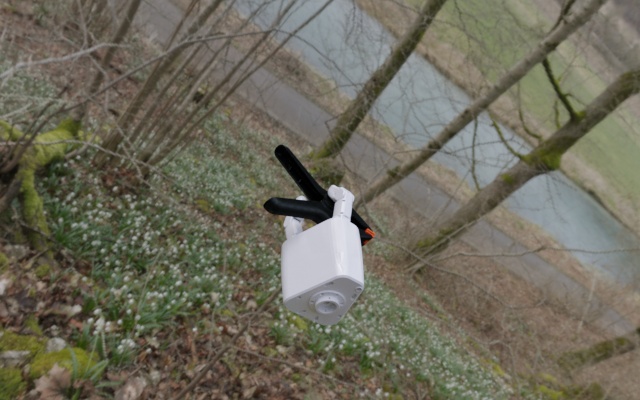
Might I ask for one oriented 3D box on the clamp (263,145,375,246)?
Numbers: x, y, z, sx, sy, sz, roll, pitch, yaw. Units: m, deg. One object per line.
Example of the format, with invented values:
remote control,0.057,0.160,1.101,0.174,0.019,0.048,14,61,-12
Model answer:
clamp,0.001,0.002,0.757,0.210,0.164,0.036,31,-58,-27
